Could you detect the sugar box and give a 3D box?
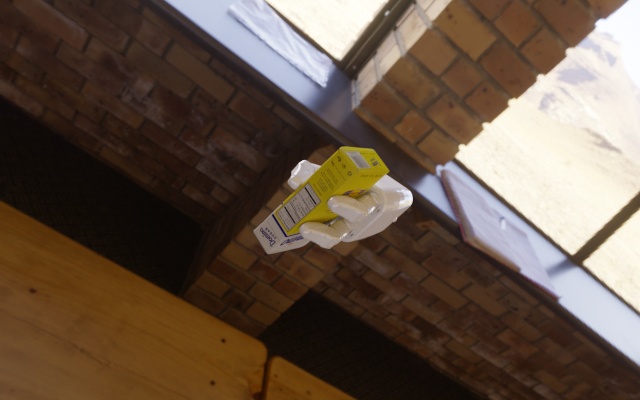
[{"bbox_3d":[0.001,0.002,0.634,0.176,0.048,0.093,-45,-20,26],"label":"sugar box"}]
